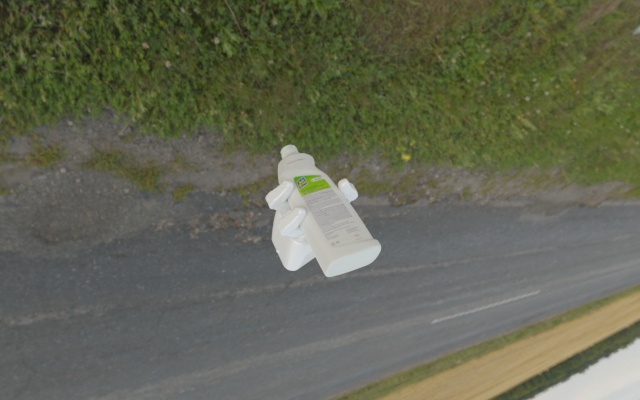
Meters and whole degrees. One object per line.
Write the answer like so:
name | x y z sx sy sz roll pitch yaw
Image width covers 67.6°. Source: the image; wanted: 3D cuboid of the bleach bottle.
bleach bottle | 0.000 0.003 0.820 0.102 0.250 0.068 -15 -31 -24
